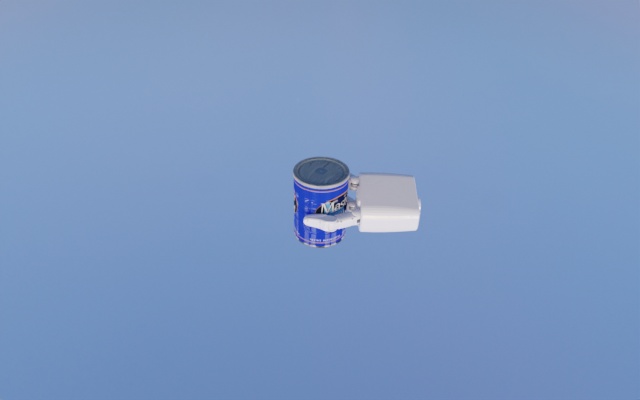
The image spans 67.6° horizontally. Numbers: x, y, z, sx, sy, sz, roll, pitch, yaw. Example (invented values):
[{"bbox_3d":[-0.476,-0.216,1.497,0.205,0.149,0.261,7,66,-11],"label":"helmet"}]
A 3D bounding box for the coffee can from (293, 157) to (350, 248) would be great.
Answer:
[{"bbox_3d":[0.000,0.003,0.900,0.103,0.140,0.102,1,35,-1],"label":"coffee can"}]
